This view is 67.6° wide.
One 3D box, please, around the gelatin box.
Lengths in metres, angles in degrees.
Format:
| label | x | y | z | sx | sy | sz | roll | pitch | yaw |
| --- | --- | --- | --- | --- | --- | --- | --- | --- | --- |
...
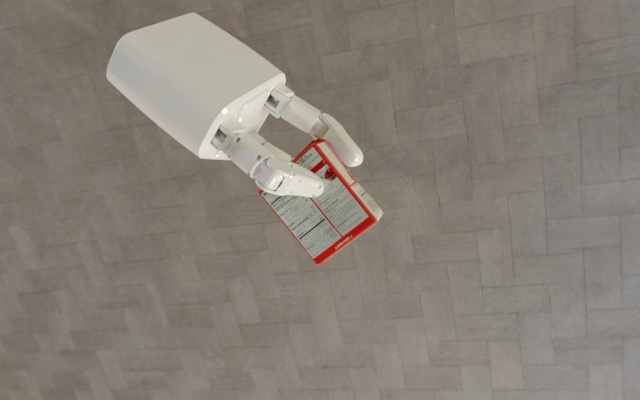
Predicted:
| label | x | y | z | sx | sy | sz | roll | pitch | yaw |
| --- | --- | --- | --- | --- | --- | --- | --- | --- | --- |
| gelatin box | 0.000 | 0.002 | 0.426 | 0.073 | 0.089 | 0.030 | -40 | -2 | 25 |
